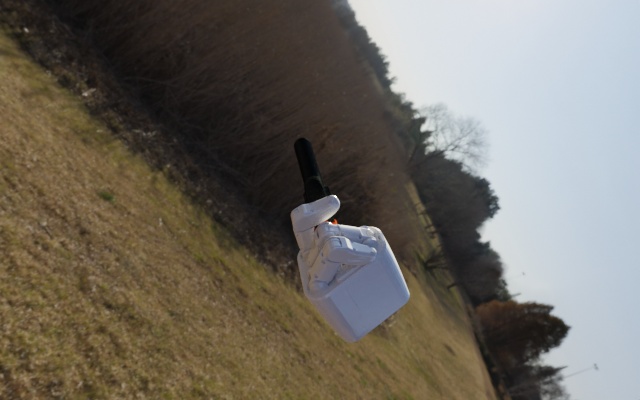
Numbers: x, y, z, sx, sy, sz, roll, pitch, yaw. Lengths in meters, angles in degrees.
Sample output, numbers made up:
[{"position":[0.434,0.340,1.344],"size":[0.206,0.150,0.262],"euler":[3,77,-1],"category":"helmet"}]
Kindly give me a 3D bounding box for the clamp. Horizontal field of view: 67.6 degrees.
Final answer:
[{"position":[0.001,0.002,0.643],"size":[0.039,0.120,0.171],"euler":[-22,38,8],"category":"clamp"}]
